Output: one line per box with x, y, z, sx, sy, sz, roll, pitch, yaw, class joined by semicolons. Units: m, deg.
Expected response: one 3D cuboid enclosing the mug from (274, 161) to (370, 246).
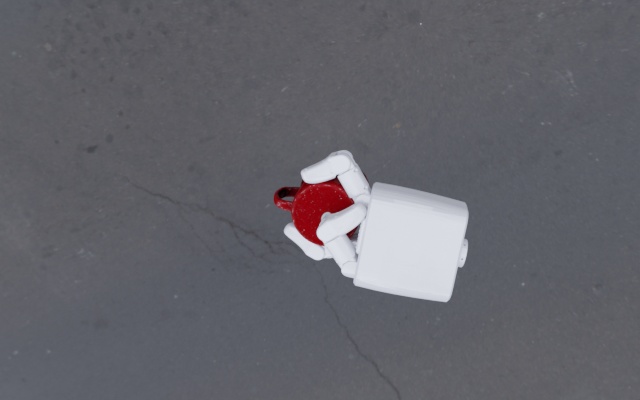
-0.001;0.002;0.583;0.117;0.093;0.081;10;22;8;mug
